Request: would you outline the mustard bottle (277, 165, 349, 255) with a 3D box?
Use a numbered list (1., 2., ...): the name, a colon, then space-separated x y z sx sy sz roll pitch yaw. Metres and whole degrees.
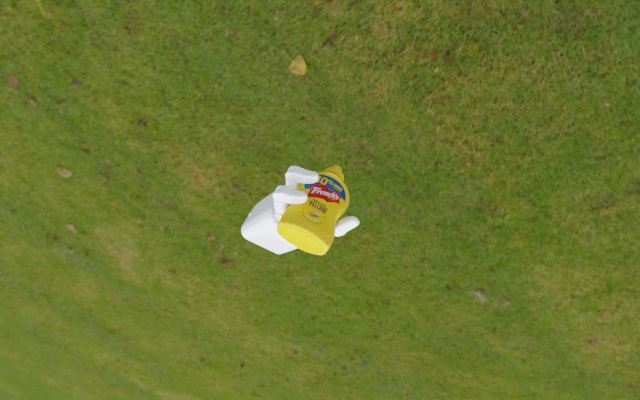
1. mustard bottle: 0.000 0.003 0.862 0.096 0.191 0.058 26 -41 1
